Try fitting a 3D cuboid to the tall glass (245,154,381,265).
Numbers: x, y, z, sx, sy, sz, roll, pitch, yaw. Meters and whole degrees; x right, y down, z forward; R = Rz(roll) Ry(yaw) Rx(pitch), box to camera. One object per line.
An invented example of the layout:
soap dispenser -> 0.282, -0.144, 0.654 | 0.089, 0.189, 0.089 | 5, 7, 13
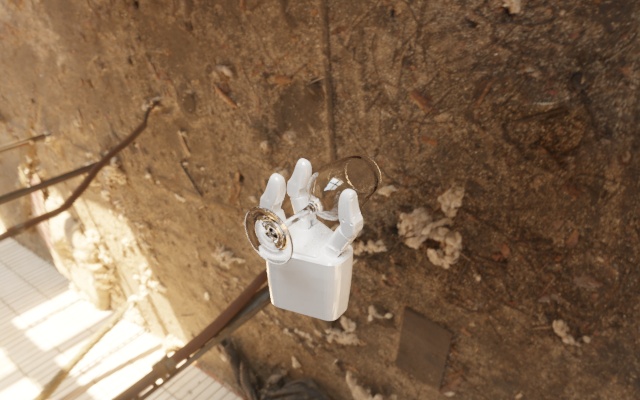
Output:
tall glass -> 0.000, 0.002, 0.614 | 0.079, 0.079, 0.201 | 0, 24, 42
